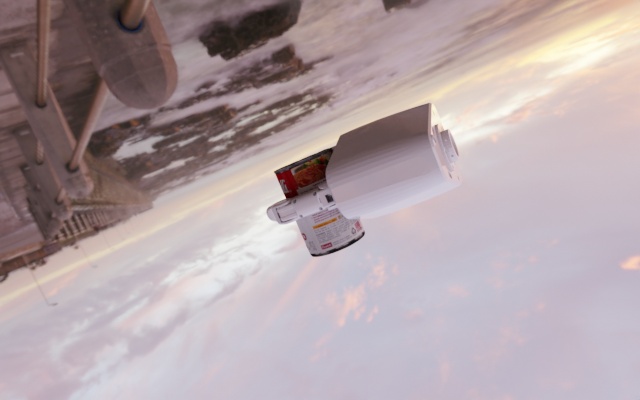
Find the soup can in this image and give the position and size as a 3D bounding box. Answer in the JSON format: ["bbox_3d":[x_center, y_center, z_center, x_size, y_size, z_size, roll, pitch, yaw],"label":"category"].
[{"bbox_3d":[0.000,0.002,0.521,0.068,0.102,0.068,-23,7,3],"label":"soup can"}]
